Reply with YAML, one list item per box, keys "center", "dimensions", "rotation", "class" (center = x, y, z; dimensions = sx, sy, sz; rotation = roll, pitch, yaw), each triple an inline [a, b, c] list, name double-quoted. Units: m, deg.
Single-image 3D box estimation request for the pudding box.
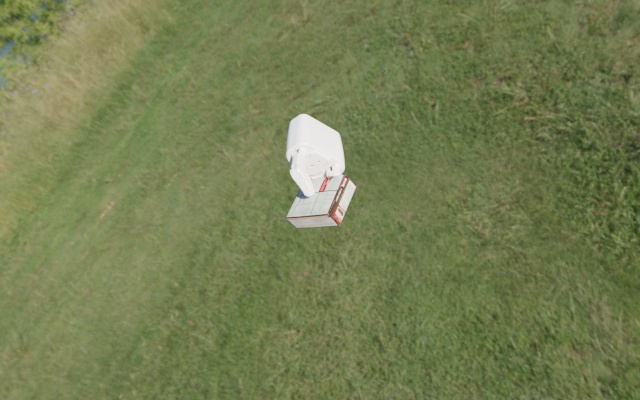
- center: [0.000, 0.003, 0.858]
  dimensions: [0.113, 0.090, 0.039]
  rotation: [-7, -40, 46]
  class: "pudding box"
